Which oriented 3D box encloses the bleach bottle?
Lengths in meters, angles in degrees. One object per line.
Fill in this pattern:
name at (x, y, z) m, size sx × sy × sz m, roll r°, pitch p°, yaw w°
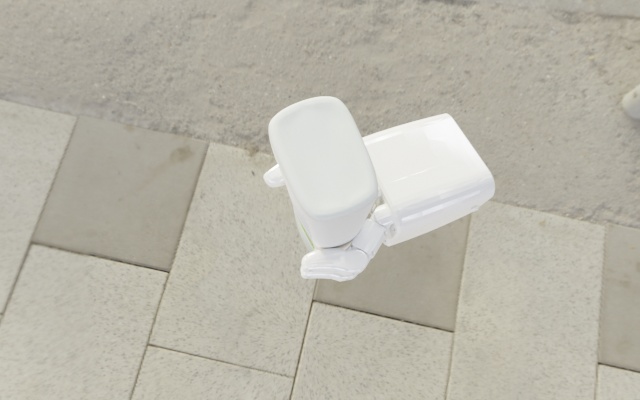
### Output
bleach bottle at (0.000, 0.002, 0.476) m, size 0.068 × 0.102 × 0.251 m, roll -21°, pitch -14°, yaw -7°
